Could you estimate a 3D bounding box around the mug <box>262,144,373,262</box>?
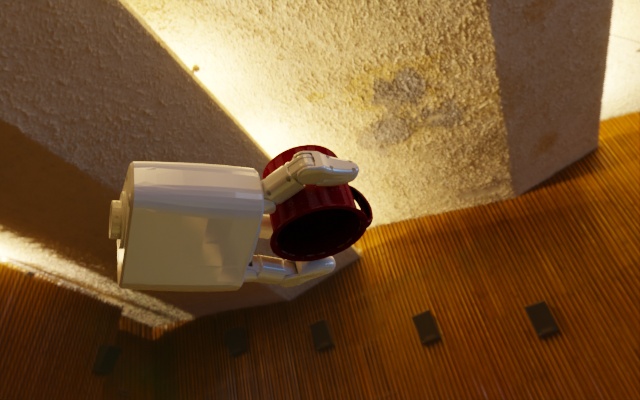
[{"bbox_3d":[0.001,0.001,0.468,0.117,0.081,0.093,4,-39,-29],"label":"mug"}]
